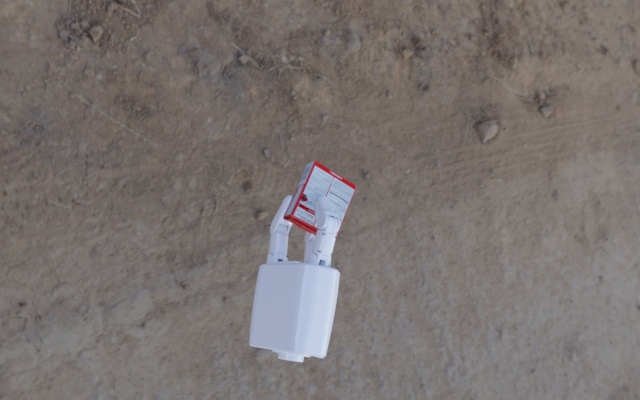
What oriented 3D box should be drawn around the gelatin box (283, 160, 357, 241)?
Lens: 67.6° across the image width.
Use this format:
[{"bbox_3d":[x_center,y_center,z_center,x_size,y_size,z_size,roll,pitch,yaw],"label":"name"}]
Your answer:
[{"bbox_3d":[0.000,0.002,0.651,0.073,0.089,0.030,30,-20,-21],"label":"gelatin box"}]
